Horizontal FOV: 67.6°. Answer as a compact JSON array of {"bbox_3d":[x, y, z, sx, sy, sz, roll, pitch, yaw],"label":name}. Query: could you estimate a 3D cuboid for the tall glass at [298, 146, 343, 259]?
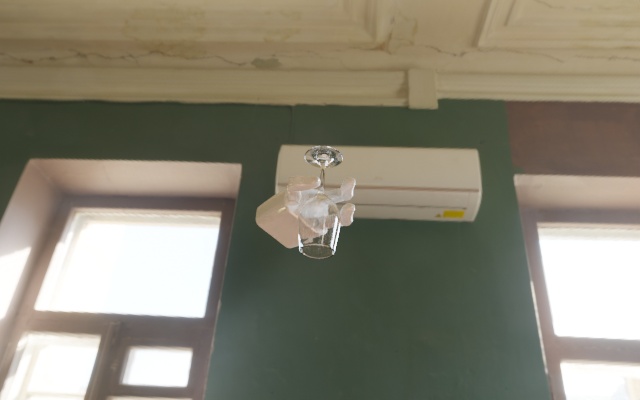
[{"bbox_3d":[0.000,0.002,0.876,0.079,0.201,0.079,3,-30,2],"label":"tall glass"}]
